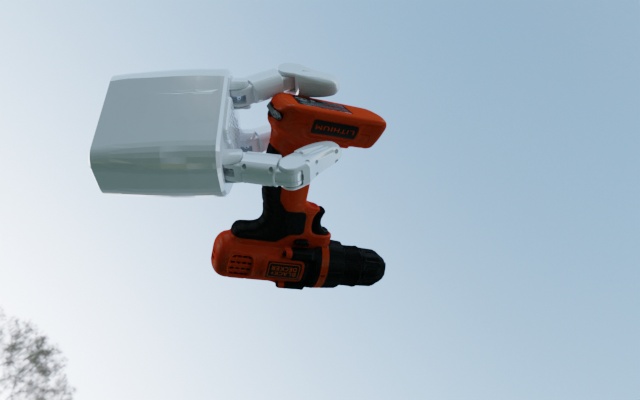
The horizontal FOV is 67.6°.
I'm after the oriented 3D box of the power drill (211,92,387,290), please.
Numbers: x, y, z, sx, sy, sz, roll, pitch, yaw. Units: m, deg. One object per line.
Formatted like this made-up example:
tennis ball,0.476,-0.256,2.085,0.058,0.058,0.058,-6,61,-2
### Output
power drill,0.000,0.001,0.462,0.184,0.188,0.057,7,21,-22
